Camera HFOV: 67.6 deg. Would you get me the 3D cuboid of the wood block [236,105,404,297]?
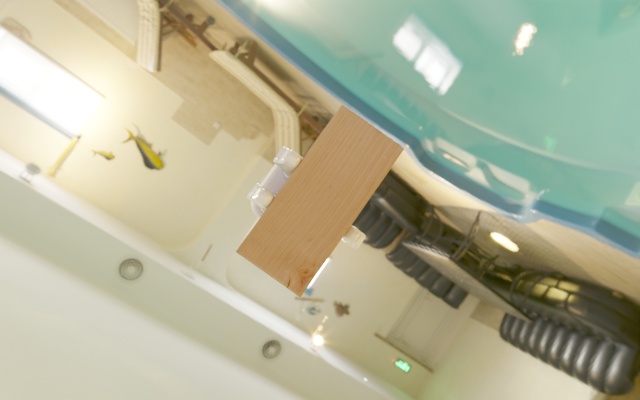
[{"bbox_3d":[0.000,0.002,0.579,0.091,0.206,0.090,35,-5,1],"label":"wood block"}]
